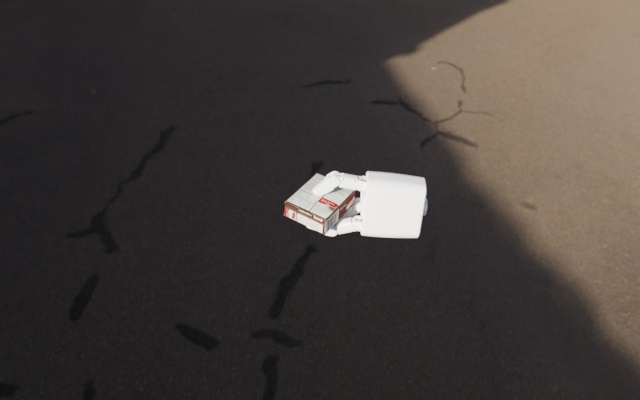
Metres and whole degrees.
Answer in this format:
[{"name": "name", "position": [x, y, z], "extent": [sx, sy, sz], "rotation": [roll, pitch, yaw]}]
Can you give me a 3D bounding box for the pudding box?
[{"name": "pudding box", "position": [0.000, 0.003, 0.882], "extent": [0.090, 0.039, 0.113], "rotation": [24, 42, 22]}]
